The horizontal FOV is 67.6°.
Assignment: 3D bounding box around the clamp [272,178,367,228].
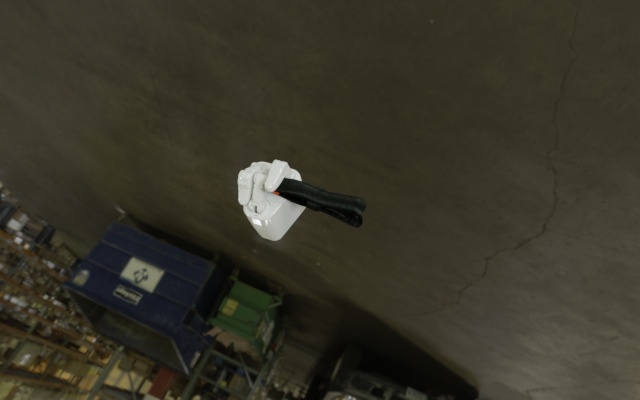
[{"bbox_3d":[0.000,0.003,0.804,0.171,0.039,0.120,19,-20,16],"label":"clamp"}]
